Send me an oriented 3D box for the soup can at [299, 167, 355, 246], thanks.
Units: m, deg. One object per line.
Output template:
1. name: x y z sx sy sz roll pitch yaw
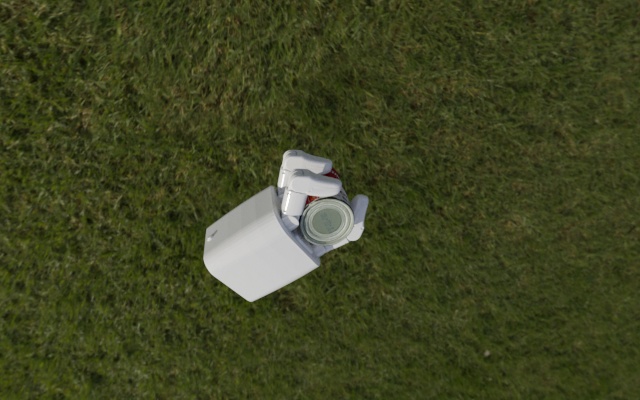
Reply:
1. soup can: 0.001 0.002 0.597 0.068 0.068 0.102 0 29 -10
